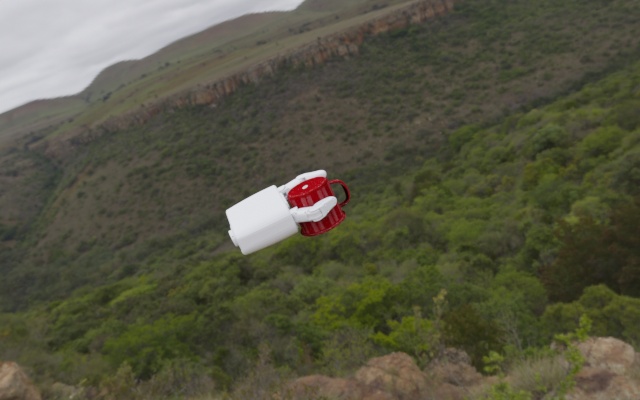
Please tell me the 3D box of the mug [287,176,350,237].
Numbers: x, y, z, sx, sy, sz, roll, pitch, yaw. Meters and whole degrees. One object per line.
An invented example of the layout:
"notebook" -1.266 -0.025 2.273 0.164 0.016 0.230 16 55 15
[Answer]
"mug" 0.001 0.002 0.886 0.117 0.081 0.093 -27 19 -7
